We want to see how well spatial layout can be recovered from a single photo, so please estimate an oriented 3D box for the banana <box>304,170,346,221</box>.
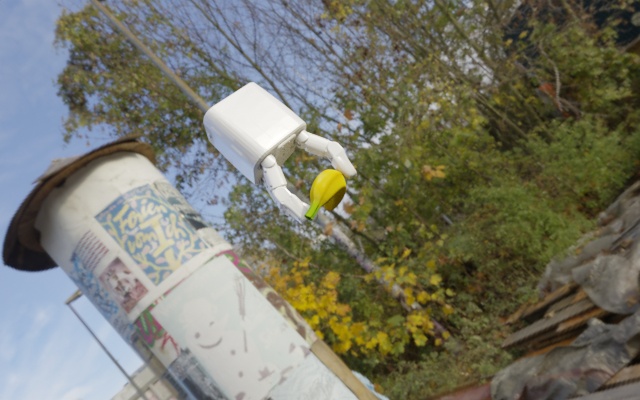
[{"bbox_3d":[0.011,-0.012,0.697,0.037,0.069,0.198,37,8,8],"label":"banana"}]
